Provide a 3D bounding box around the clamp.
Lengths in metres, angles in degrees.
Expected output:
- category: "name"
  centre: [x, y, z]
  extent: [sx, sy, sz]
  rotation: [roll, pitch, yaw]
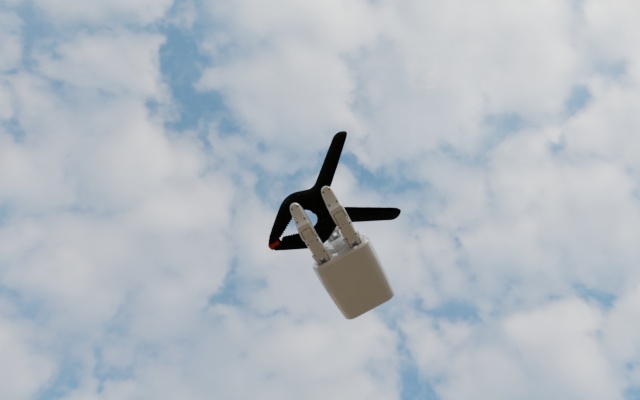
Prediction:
- category: "clamp"
  centre: [0.000, 0.003, 0.749]
  extent: [0.210, 0.164, 0.036]
  rotation: [-29, 13, 3]
